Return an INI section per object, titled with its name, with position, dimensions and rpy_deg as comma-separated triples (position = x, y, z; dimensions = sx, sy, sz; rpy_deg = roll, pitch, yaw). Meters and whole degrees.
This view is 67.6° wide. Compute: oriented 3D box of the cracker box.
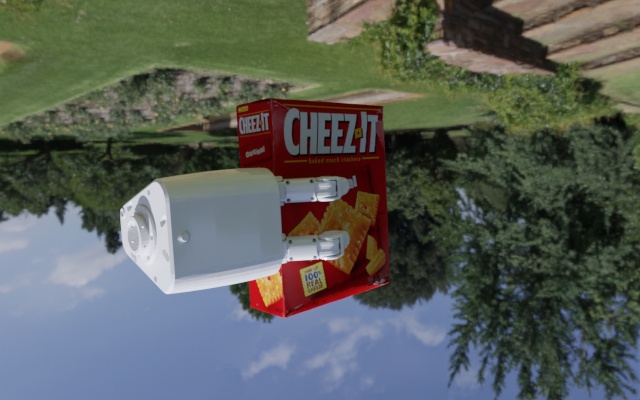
[cracker box]
position = 0.000, 0.002, 0.526
dimensions = 0.164, 0.214, 0.072
rpy_deg = -7, 6, -42
